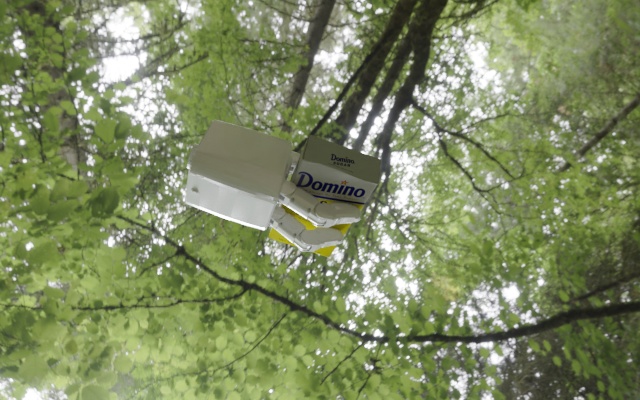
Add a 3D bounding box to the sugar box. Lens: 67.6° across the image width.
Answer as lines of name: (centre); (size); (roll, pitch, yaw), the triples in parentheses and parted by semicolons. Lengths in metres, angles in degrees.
sugar box: (0.000, 0.002, 0.606); (0.093, 0.048, 0.176); (18, -37, -7)
